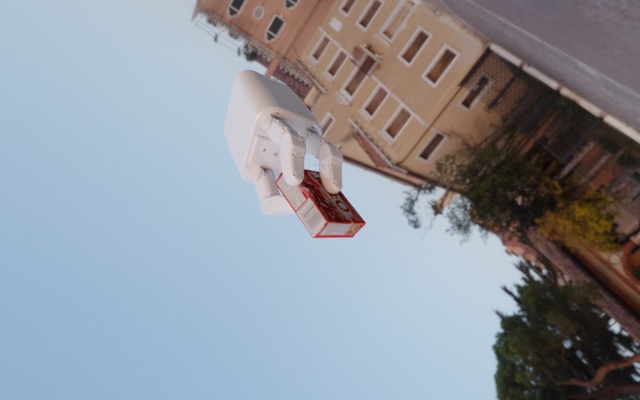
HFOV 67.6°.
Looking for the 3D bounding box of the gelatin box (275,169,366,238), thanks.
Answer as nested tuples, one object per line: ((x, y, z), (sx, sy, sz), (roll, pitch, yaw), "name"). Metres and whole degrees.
((0.000, 0.002, 0.544), (0.073, 0.089, 0.030), (6, -49, -51), "gelatin box")
